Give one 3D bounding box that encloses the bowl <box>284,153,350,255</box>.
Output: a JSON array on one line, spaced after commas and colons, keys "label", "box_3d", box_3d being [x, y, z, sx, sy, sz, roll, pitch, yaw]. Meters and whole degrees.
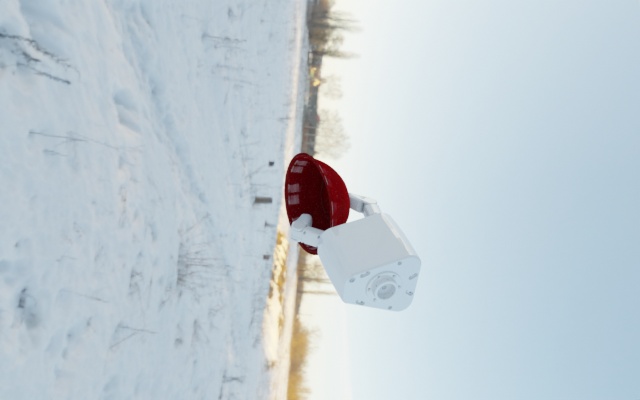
[{"label": "bowl", "box_3d": [0.000, 0.002, 0.758, 0.055, 0.162, 0.162, -9, 4, -28]}]
